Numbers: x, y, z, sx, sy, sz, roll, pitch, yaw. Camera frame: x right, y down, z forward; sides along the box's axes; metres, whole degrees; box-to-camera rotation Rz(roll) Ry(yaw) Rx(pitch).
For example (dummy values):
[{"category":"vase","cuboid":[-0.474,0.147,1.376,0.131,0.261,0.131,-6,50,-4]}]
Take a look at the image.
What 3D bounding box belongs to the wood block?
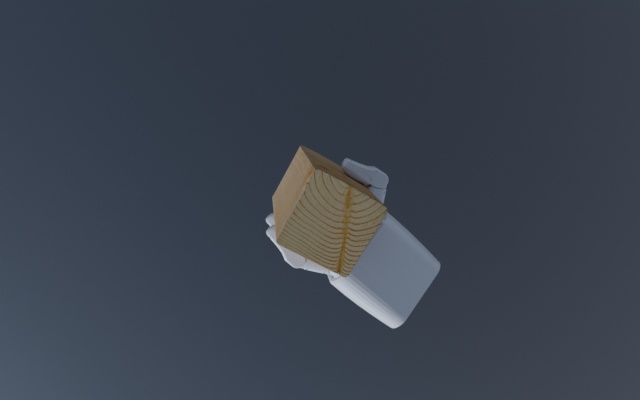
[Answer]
[{"category":"wood block","cuboid":[0.001,0.002,0.591,0.090,0.091,0.206,28,8,-12]}]
